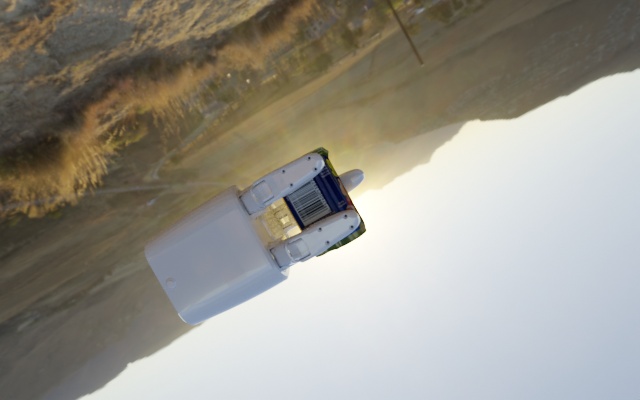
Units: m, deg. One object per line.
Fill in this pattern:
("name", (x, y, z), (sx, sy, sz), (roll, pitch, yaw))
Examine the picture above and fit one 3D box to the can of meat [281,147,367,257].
("can of meat", (0.000, 0.002, 0.448), (0.057, 0.084, 0.102), (-29, 0, 6))
